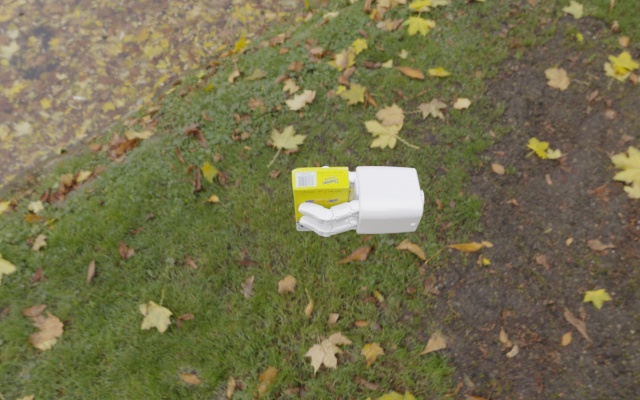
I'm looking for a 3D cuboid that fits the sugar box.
[{"bbox_3d":[0.000,0.003,0.844,0.093,0.048,0.176,-1,-28,0],"label":"sugar box"}]
